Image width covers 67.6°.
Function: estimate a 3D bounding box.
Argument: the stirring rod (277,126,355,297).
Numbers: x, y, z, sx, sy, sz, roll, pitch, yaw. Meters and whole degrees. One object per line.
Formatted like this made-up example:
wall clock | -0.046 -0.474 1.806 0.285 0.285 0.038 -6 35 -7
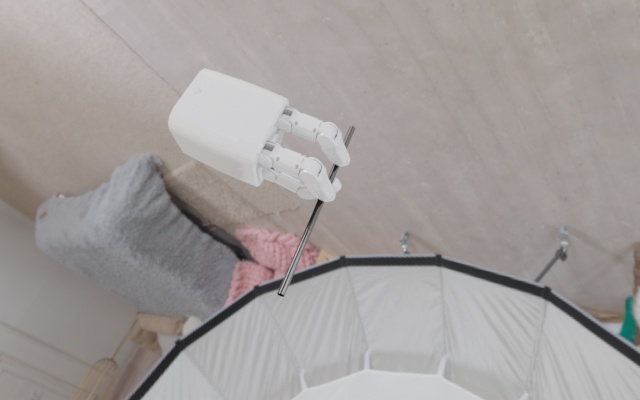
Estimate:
stirring rod | 0.000 0.002 0.548 0.011 0.239 0.011 17 -32 11
